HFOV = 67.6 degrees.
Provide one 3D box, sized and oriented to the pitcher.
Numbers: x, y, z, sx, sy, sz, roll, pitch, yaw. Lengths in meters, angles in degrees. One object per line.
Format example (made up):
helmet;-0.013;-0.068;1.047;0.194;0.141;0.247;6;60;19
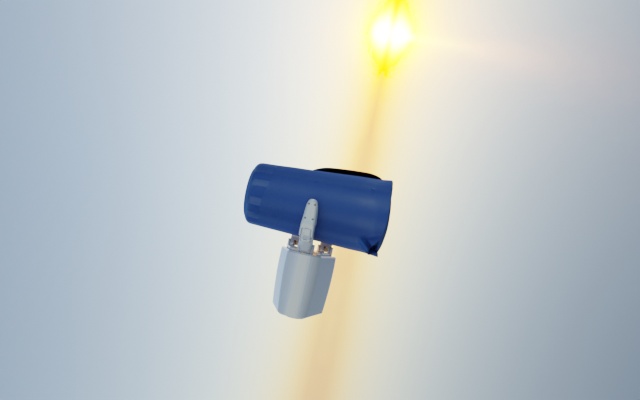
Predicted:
pitcher;0.000;0.003;0.829;0.243;0.145;0.149;12;-2;4
